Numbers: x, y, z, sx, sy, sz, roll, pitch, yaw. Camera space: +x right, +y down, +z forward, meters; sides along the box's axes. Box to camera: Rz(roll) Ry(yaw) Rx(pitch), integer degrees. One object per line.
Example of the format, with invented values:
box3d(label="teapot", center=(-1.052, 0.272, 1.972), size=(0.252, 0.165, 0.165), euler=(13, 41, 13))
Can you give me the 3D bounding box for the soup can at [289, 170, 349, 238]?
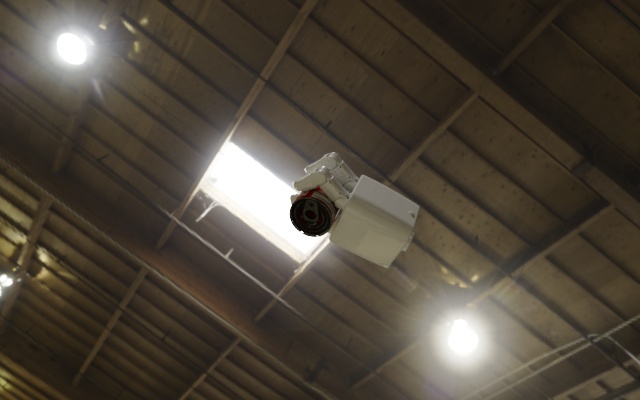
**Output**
box3d(label="soup can", center=(0.000, 0.002, 0.747), size=(0.068, 0.068, 0.102), euler=(0, 28, 21))
